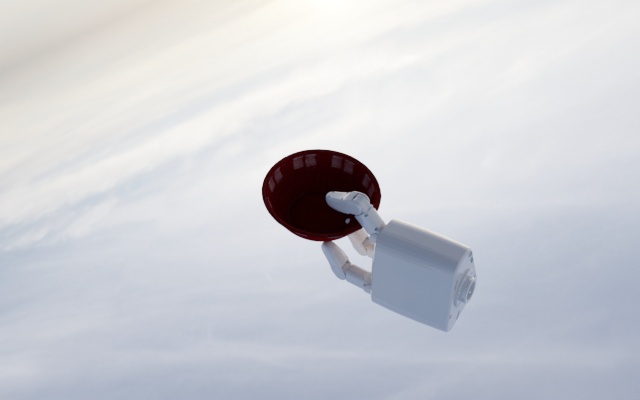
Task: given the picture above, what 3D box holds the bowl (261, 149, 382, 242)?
[{"bbox_3d":[-0.001,0.002,0.662,0.162,0.162,0.055,0,-41,-5],"label":"bowl"}]
